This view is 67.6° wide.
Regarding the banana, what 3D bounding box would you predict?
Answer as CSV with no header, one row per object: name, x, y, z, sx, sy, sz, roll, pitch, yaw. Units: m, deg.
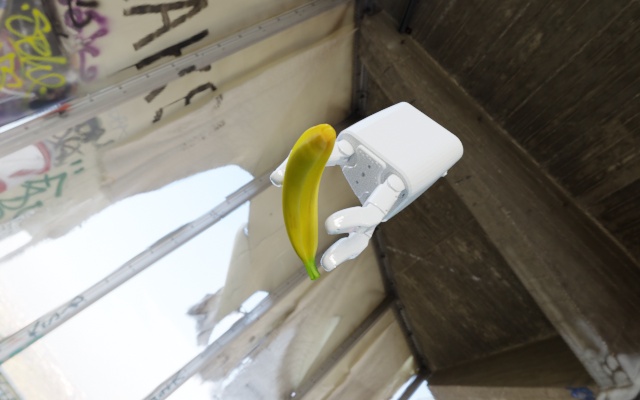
banana,-0.012,-0.006,0.488,0.037,0.198,0.069,-28,50,-29
